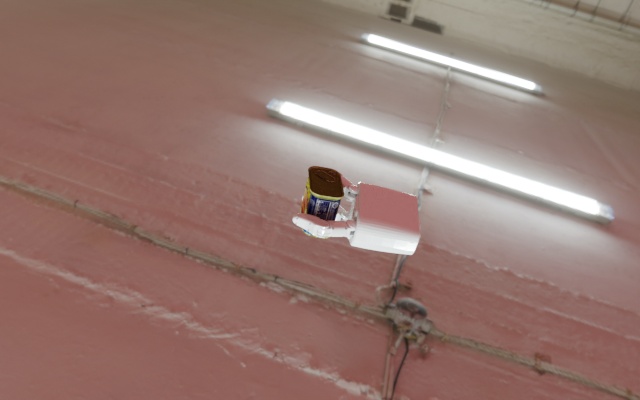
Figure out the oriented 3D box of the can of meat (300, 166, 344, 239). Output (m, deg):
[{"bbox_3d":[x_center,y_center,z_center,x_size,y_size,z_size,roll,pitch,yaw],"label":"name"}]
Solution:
[{"bbox_3d":[0.000,0.003,0.808,0.057,0.084,0.102,9,30,-9],"label":"can of meat"}]
